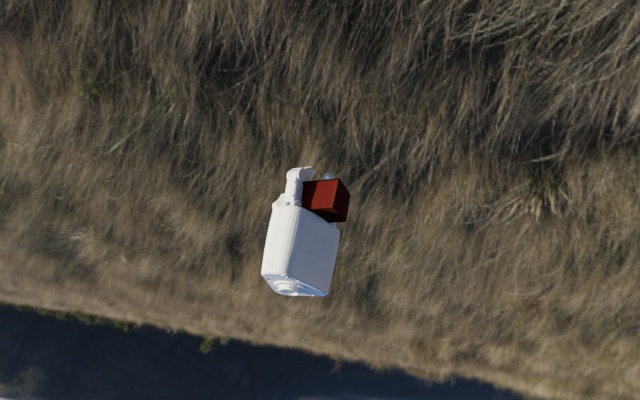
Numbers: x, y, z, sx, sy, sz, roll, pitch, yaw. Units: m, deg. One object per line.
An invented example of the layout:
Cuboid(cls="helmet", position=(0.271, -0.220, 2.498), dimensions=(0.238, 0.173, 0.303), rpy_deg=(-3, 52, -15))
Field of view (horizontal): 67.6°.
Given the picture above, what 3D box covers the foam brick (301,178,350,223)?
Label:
Cuboid(cls="foam brick", position=(0.000, 0.002, 0.742), dimensions=(0.078, 0.051, 0.053), rpy_deg=(-4, -30, 27))
